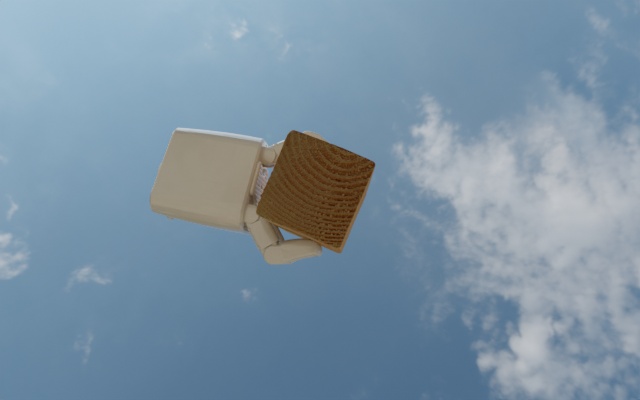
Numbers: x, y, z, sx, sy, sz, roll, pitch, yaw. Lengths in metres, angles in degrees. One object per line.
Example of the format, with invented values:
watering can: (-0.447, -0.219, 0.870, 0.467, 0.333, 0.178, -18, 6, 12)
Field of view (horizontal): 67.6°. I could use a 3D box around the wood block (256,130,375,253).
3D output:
wood block: (0.000, 0.001, 0.546, 0.090, 0.091, 0.206, 22, -6, 5)
